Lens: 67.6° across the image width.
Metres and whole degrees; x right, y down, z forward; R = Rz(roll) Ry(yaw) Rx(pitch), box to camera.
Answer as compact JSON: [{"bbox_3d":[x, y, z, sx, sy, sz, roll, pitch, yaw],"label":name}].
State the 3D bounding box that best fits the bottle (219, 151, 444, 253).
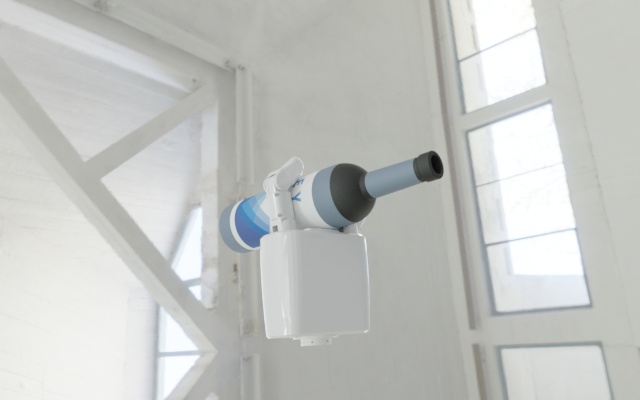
[{"bbox_3d":[0.000,0.002,0.533,0.296,0.069,0.069,-18,-12,40],"label":"bottle"}]
